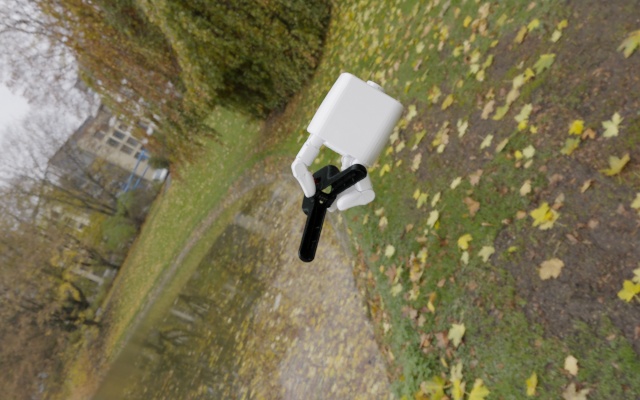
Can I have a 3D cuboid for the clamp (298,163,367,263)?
[{"bbox_3d":[-0.001,0.002,0.765,0.036,0.164,0.210,30,5,-16],"label":"clamp"}]
